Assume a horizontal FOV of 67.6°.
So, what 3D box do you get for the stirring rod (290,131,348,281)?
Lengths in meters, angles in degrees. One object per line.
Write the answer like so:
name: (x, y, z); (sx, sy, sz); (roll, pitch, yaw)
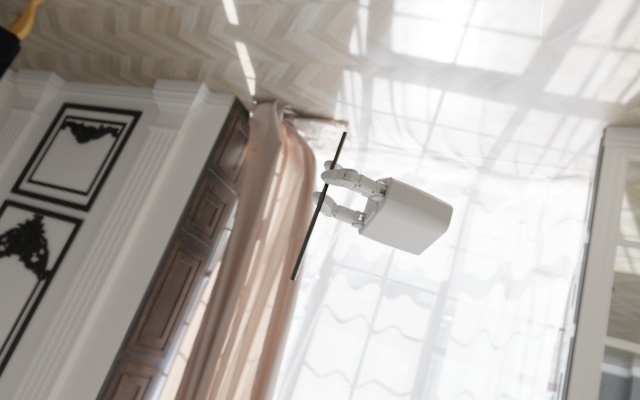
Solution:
stirring rod: (0.000, 0.002, 0.697); (0.011, 0.239, 0.011); (18, -19, 6)
